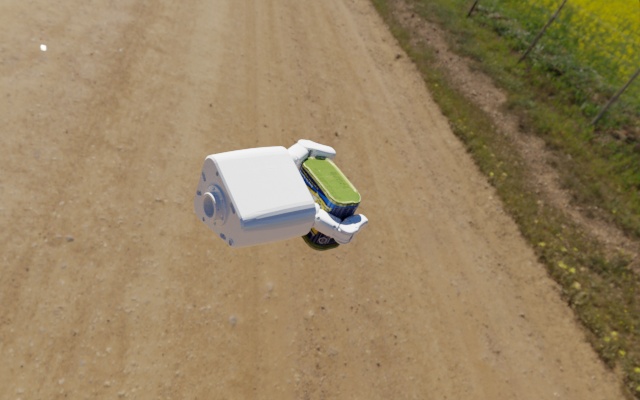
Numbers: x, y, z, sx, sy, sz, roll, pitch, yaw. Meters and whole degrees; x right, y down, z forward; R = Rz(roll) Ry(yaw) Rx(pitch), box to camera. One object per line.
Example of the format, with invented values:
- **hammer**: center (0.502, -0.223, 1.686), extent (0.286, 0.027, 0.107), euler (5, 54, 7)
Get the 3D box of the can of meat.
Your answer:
- **can of meat**: center (0.000, 0.002, 0.646), extent (0.057, 0.084, 0.102), euler (-8, 47, -39)
